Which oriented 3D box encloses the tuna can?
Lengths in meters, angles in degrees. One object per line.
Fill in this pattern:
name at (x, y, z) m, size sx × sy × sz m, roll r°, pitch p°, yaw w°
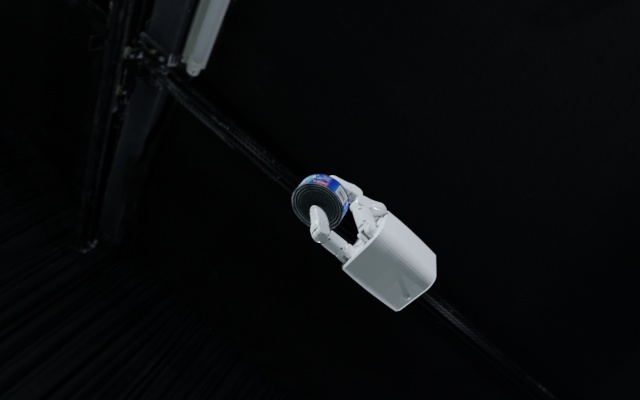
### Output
tuna can at (0.000, 0.002, 0.745) m, size 0.086 × 0.086 × 0.033 m, roll 0°, pitch 31°, yaw 26°
